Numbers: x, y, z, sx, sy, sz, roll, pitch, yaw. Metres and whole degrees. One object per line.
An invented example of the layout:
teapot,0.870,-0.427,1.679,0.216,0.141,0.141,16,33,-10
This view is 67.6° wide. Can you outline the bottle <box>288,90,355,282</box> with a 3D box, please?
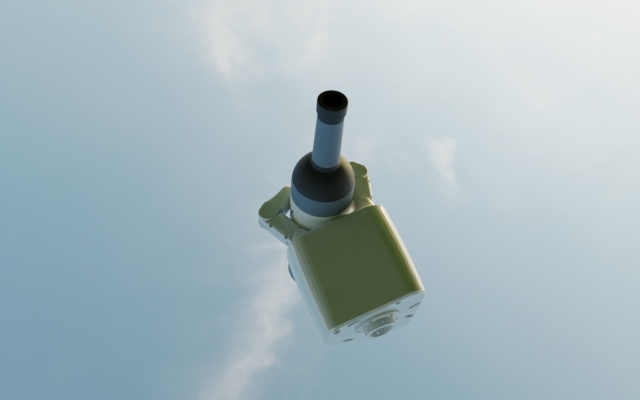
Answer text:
bottle,0.000,0.002,0.525,0.069,0.069,0.296,0,-36,-5
